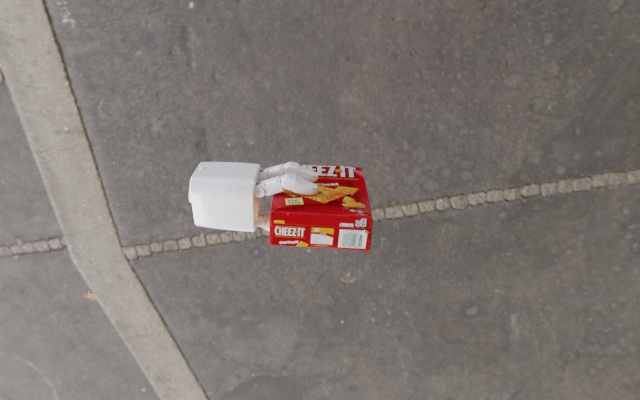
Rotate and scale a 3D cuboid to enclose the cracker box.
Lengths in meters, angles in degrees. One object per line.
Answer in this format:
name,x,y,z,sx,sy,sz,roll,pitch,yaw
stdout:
cracker box,0.000,0.003,0.841,0.164,0.072,0.213,3,26,-2
